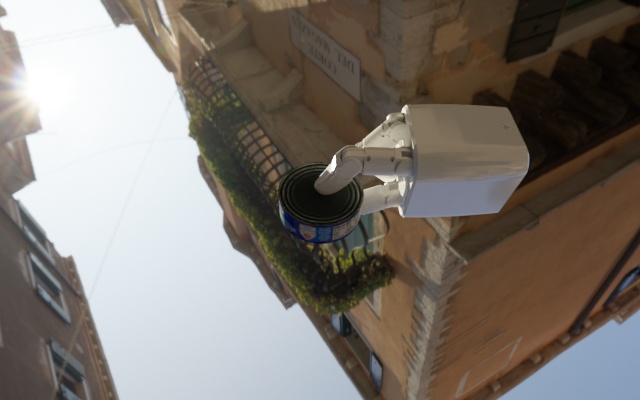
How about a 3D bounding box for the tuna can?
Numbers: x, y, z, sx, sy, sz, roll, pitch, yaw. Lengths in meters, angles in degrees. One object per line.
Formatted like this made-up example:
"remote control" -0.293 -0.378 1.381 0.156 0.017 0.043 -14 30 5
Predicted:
"tuna can" 0.000 0.002 0.488 0.086 0.086 0.034 0 -41 -2
